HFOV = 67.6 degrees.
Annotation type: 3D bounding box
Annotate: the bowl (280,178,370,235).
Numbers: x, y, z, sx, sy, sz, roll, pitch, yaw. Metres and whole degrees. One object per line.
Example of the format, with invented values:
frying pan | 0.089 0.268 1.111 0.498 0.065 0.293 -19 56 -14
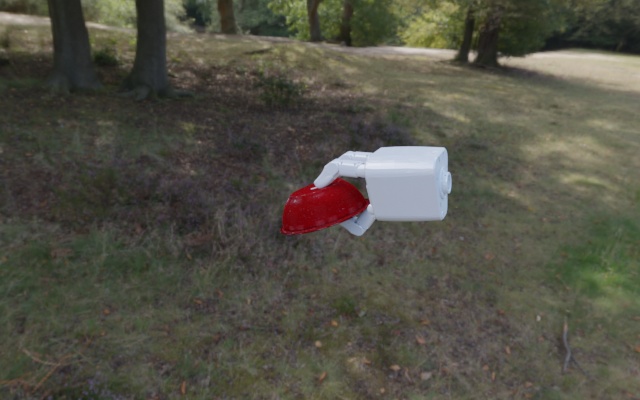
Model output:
bowl | -0.001 0.003 0.805 0.162 0.055 0.162 -18 11 4
